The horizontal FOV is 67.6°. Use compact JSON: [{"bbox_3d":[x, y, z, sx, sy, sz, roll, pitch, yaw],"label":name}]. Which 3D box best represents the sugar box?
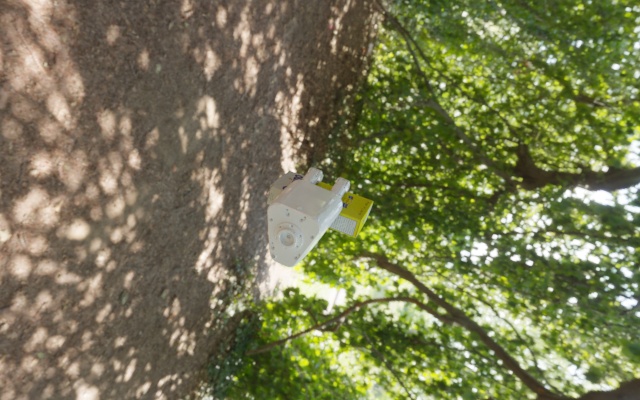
[{"bbox_3d":[0.000,0.002,0.876,0.176,0.048,0.093,23,27,10],"label":"sugar box"}]
